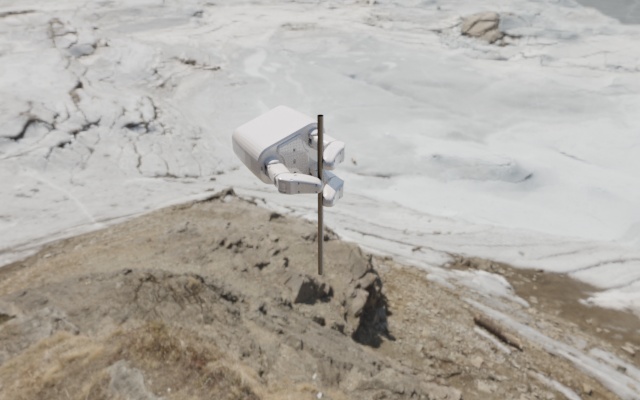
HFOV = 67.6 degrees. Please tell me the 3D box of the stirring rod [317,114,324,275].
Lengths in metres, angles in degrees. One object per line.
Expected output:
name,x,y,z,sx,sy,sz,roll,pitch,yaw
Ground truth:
stirring rod,0.000,0.002,0.633,0.011,0.240,0.011,0,30,0
